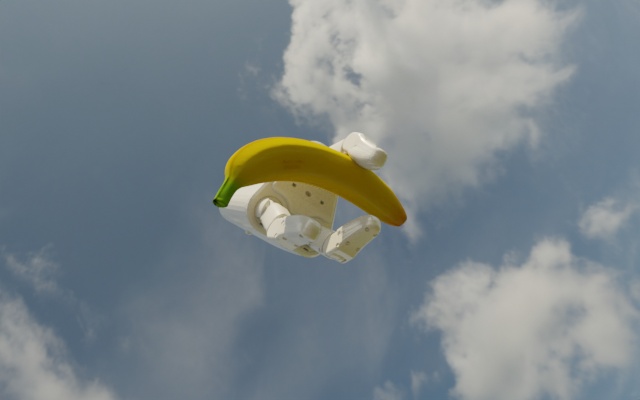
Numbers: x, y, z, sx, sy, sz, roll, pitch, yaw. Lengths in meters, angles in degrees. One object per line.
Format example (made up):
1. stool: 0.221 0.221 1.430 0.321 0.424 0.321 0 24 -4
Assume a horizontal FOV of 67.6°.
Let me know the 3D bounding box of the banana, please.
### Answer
1. banana: -0.003 -0.017 0.419 0.198 0.069 0.037 7 -12 -33
